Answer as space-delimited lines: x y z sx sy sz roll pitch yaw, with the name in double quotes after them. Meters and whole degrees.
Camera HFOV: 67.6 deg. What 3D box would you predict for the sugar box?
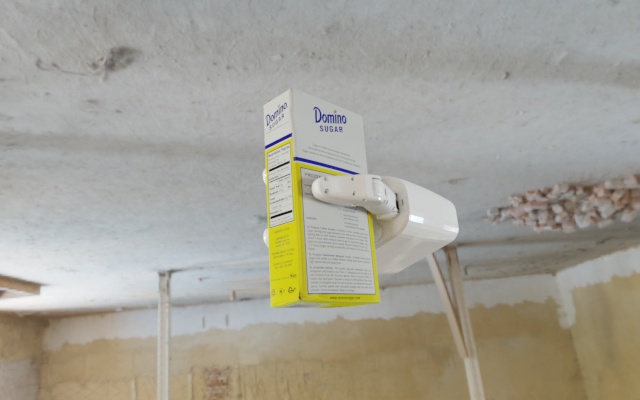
0.000 0.002 0.412 0.093 0.176 0.048 12 -24 -43 "sugar box"
